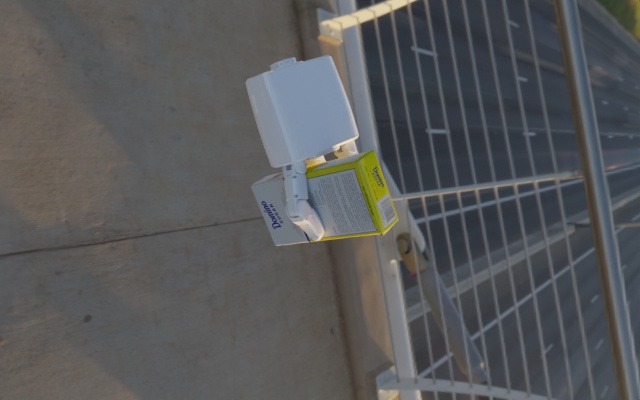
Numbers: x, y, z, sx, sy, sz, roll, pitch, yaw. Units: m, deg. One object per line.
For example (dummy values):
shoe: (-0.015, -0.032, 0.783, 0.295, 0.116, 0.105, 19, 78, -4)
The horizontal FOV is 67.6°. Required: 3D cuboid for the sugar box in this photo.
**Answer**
sugar box: (0.000, 0.002, 0.595, 0.176, 0.093, 0.048, -8, 18, 41)
